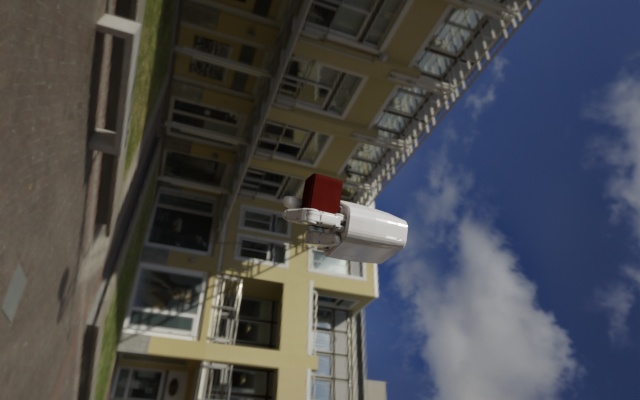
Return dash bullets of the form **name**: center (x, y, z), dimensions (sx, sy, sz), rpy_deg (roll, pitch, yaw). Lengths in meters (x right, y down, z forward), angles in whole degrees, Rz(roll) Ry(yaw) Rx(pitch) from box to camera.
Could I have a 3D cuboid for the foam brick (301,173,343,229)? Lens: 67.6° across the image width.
- **foam brick**: center (0.000, 0.002, 0.778), dimensions (0.051, 0.078, 0.053), rpy_deg (12, -11, -16)
